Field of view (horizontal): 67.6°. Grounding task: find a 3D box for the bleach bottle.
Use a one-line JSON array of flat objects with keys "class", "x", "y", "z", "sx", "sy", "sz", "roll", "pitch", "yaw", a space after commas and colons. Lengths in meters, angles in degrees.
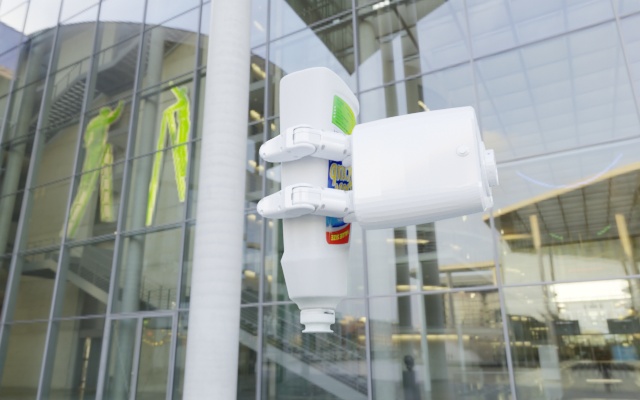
[{"class": "bleach bottle", "x": 0.000, "y": 0.001, "z": 0.474, "sx": 0.068, "sy": 0.250, "sz": 0.102, "roll": -8, "pitch": -19, "yaw": 23}]
